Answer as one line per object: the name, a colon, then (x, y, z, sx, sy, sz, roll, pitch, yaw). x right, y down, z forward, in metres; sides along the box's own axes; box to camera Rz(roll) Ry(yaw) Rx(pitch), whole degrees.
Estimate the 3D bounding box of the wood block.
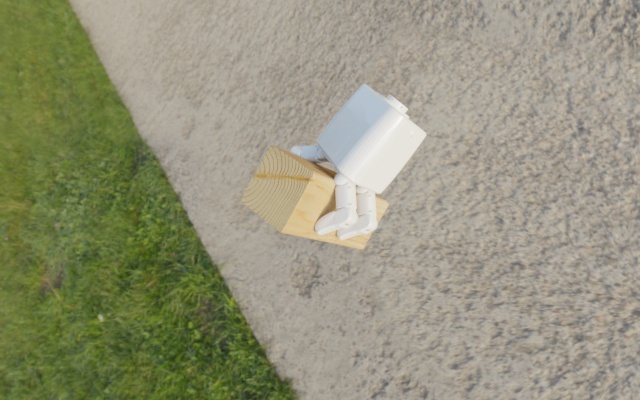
wood block: (0.000, 0.002, 0.694, 0.090, 0.090, 0.206, 35, 10, 36)
